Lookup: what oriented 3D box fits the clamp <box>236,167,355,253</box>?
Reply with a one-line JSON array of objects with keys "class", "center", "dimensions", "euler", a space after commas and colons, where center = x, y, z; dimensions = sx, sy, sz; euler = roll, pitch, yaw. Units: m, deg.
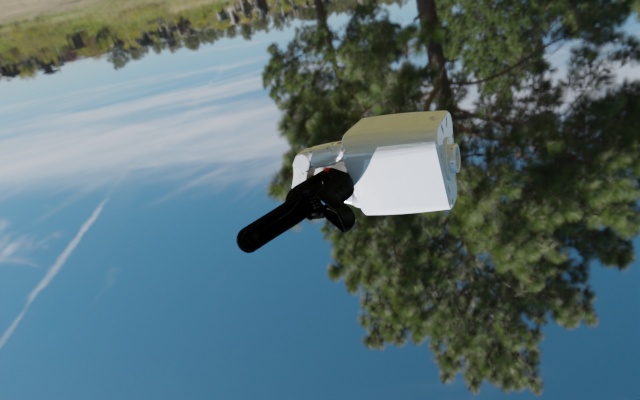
[{"class": "clamp", "center": [0.000, 0.002, 0.503], "dimensions": [0.120, 0.039, 0.171], "euler": [-4, 24, 27]}]
